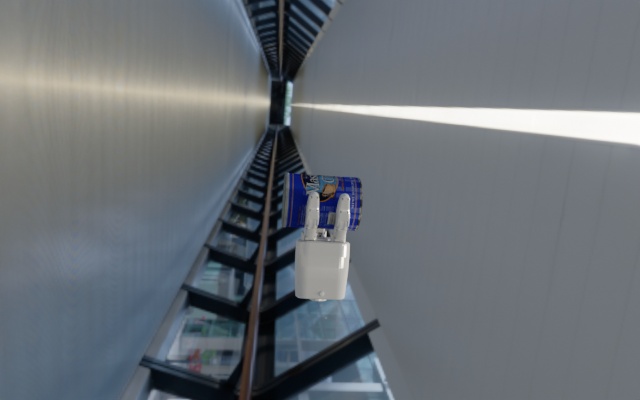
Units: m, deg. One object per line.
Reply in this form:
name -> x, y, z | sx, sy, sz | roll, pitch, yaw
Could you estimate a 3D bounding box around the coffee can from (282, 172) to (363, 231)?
coffee can -> 0.000, 0.003, 0.900 | 0.140, 0.103, 0.103 | 4, -1, -7
